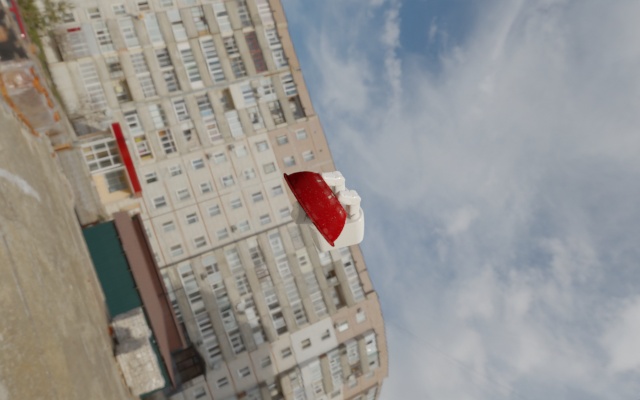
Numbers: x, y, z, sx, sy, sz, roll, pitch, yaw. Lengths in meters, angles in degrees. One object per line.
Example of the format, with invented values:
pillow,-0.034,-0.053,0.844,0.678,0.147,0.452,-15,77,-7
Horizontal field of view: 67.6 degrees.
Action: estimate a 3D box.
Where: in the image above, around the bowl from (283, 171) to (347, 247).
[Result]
bowl,0.000,0.002,0.861,0.055,0.162,0.162,-34,-3,4
